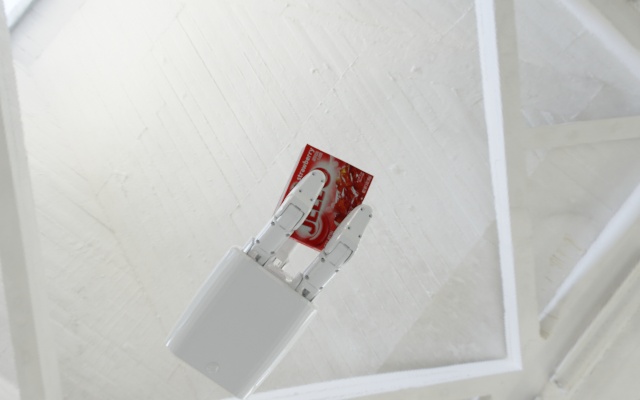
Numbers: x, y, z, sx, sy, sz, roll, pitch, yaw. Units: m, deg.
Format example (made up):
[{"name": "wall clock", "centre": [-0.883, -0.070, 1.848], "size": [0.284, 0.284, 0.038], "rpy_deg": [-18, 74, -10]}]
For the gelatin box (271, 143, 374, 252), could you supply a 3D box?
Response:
[{"name": "gelatin box", "centre": [0.000, 0.001, 0.458], "size": [0.073, 0.089, 0.030], "rpy_deg": [25, -8, -10]}]
